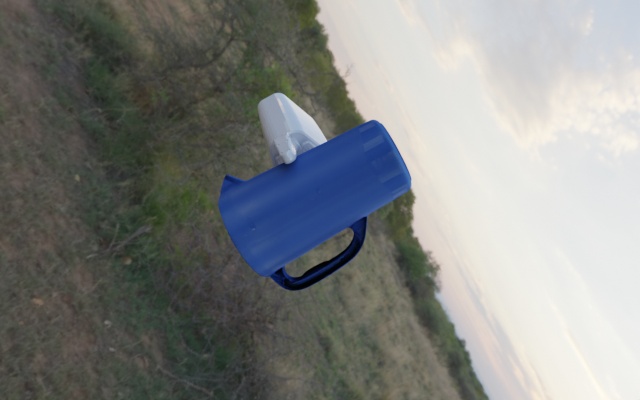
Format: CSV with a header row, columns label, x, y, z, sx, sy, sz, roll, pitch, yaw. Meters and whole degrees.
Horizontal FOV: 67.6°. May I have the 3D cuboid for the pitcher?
label,x,y,z,sx,sy,sz,roll,pitch,yaw
pitcher,0.000,0.002,0.650,0.243,0.145,0.149,-28,-43,5
